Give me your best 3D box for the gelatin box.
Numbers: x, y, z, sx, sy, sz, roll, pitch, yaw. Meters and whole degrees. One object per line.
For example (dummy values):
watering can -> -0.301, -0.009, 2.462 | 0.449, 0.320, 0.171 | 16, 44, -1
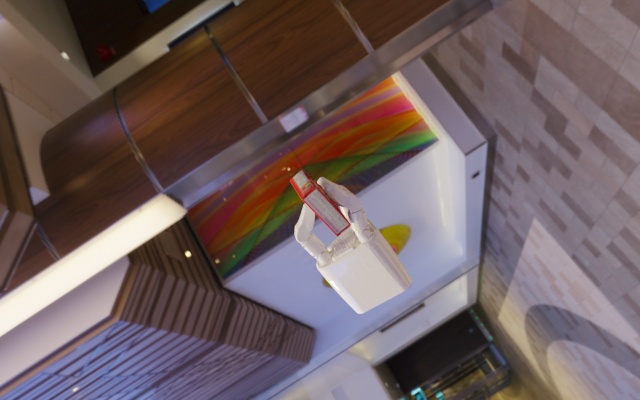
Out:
gelatin box -> 0.000, 0.002, 0.704 | 0.089, 0.030, 0.073 | 46, 5, -29
